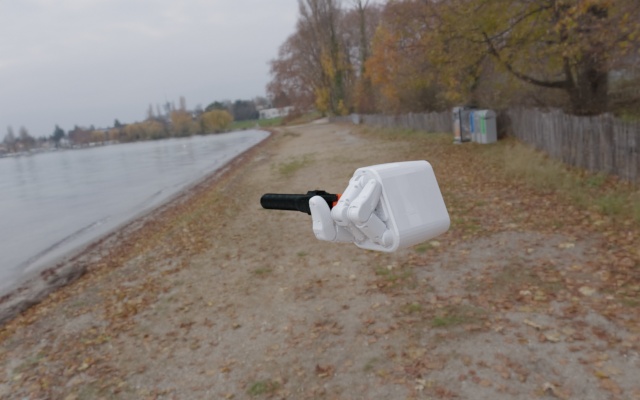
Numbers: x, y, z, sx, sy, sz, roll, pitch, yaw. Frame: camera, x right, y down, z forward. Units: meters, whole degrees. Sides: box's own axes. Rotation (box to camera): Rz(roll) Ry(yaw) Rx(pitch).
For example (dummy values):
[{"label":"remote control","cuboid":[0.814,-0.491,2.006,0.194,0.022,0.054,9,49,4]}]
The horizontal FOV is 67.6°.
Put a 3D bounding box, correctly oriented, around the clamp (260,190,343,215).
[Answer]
[{"label":"clamp","cuboid":[0.000,0.002,0.700,0.120,0.039,0.171,-10,10,-34]}]
